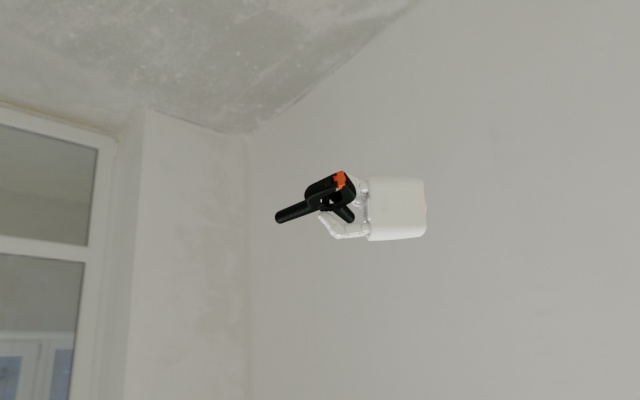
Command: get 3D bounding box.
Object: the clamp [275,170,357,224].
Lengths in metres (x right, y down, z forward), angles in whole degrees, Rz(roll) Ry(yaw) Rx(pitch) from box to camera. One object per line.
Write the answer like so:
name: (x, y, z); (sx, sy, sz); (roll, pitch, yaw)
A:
clamp: (0.001, 0.003, 0.884); (0.164, 0.036, 0.210); (-3, -22, -9)
